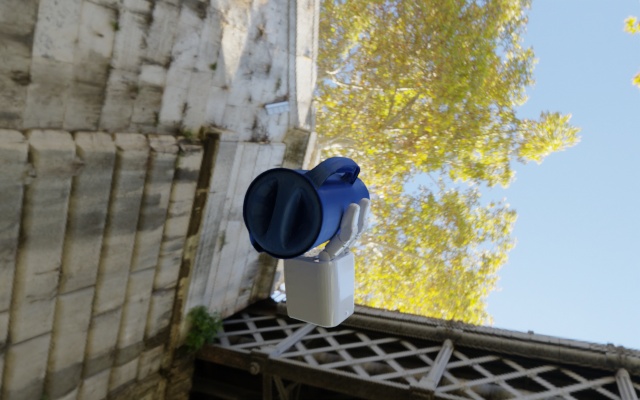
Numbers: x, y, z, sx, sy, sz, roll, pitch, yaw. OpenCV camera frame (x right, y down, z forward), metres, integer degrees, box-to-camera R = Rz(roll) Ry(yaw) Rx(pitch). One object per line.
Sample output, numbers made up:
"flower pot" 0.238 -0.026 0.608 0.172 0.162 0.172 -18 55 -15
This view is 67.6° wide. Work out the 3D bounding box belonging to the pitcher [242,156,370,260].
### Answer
"pitcher" 0.000 0.003 0.780 0.149 0.145 0.243 0 5 26
